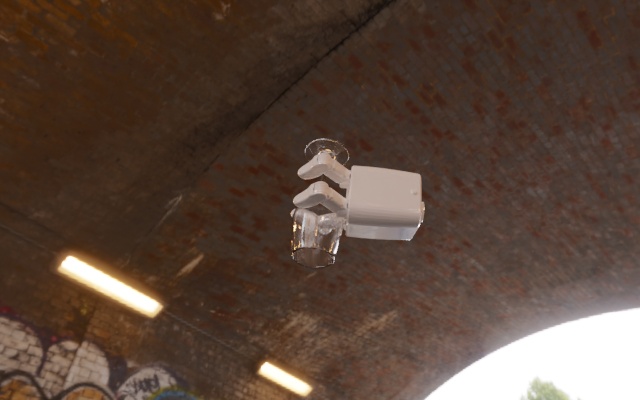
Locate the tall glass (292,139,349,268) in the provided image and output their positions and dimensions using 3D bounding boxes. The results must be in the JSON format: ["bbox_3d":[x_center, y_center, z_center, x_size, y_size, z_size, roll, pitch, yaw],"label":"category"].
[{"bbox_3d":[0.000,0.002,0.743,0.079,0.201,0.079,5,-35,4],"label":"tall glass"}]
